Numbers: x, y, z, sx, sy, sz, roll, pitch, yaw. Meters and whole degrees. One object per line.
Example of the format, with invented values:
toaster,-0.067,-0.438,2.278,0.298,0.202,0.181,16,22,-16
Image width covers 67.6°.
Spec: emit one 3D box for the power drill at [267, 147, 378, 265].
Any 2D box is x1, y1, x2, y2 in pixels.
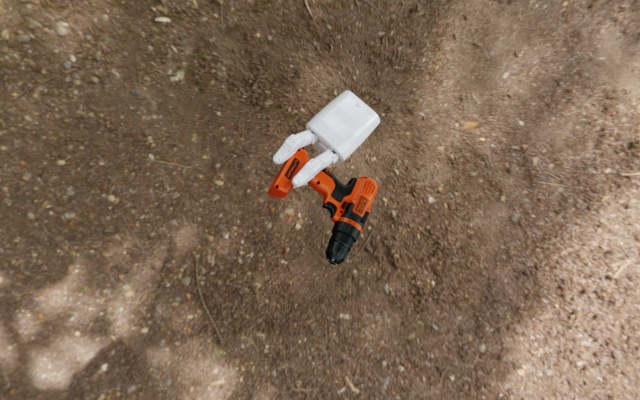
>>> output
power drill,0.000,0.002,0.878,0.188,0.184,0.057,32,-26,-12
